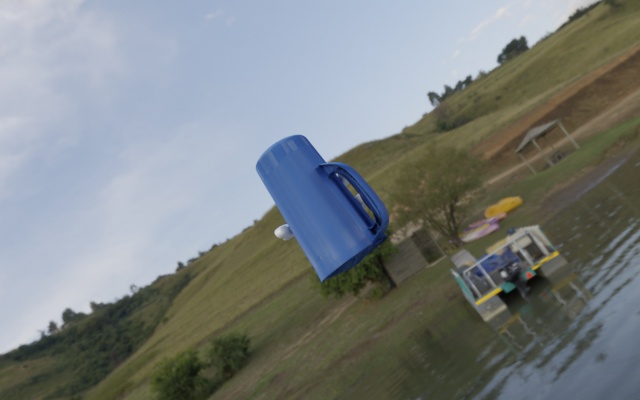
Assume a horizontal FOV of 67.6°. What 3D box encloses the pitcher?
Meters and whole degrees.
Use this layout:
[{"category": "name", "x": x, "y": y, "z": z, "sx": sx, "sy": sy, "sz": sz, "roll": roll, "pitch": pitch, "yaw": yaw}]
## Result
[{"category": "pitcher", "x": 0.000, "y": 0.003, "z": 0.818, "sx": 0.149, "sy": 0.242, "sz": 0.145, "roll": -34, "pitch": -12, "yaw": -6}]
